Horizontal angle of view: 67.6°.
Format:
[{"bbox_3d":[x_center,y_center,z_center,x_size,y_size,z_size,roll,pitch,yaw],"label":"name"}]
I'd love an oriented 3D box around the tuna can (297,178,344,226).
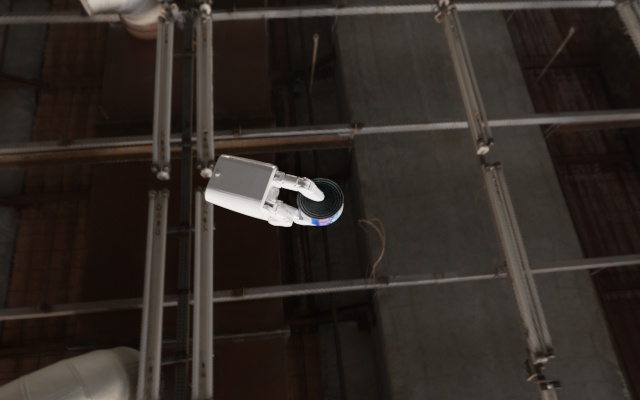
[{"bbox_3d":[0.000,0.003,0.890,0.086,0.086,0.034,0,-26,2],"label":"tuna can"}]
